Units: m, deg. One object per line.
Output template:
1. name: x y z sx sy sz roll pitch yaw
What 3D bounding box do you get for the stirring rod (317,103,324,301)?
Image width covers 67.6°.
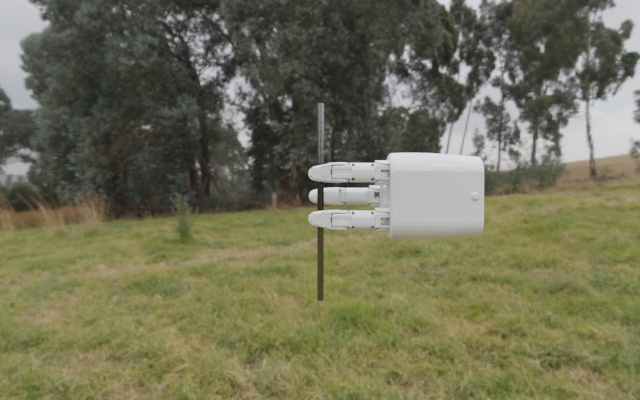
1. stirring rod: 0.000 0.002 0.584 0.011 0.239 0.011 0 1 0
